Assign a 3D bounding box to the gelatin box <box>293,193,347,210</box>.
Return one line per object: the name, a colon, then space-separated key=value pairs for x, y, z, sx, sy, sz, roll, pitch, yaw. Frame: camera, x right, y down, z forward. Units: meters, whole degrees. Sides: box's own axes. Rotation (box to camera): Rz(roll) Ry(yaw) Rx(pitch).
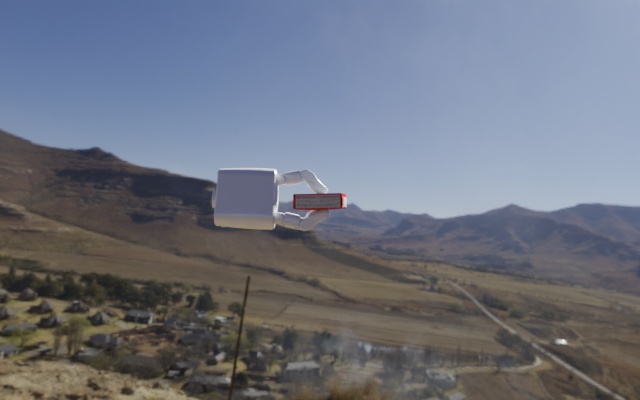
gelatin box: x=0.000 y=0.002 z=0.871 sx=0.089 sy=0.030 sz=0.073 roll=-2 pitch=-2 yaw=9
